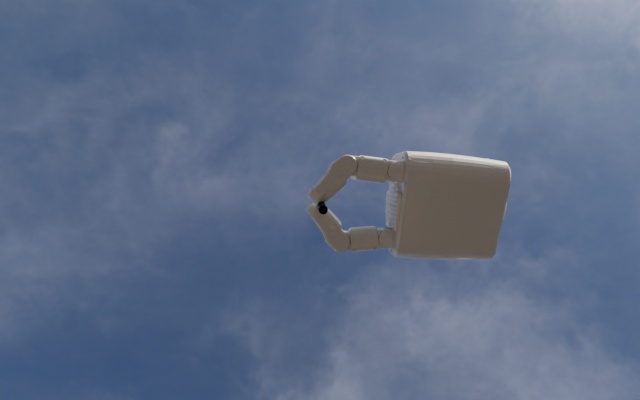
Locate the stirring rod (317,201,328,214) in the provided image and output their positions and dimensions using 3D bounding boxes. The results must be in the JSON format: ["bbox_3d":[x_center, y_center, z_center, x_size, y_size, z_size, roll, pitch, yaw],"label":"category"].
[{"bbox_3d":[0.000,0.002,0.530,0.011,0.011,0.239,0,3,-1],"label":"stirring rod"}]
